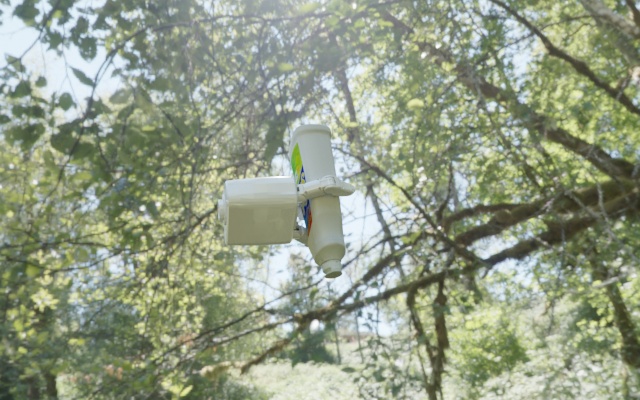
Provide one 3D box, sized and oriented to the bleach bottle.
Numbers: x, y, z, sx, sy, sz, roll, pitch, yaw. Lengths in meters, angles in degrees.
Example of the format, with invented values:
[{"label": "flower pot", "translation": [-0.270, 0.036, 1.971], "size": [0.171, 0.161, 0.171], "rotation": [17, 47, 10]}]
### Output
[{"label": "bleach bottle", "translation": [0.000, 0.003, 0.779], "size": [0.068, 0.250, 0.103], "rotation": [-2, -31, -16]}]
